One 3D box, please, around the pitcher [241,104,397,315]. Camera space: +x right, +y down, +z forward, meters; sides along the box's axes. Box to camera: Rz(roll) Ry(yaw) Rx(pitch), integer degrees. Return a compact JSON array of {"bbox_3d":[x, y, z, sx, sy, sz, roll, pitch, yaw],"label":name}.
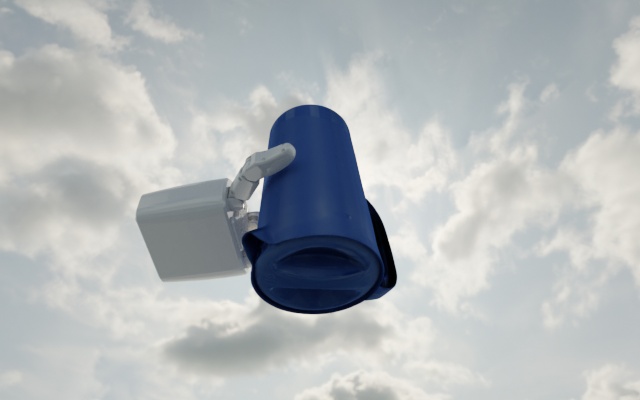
[{"bbox_3d":[0.000,0.002,0.558,0.145,0.242,0.149,-10,-45,7],"label":"pitcher"}]
